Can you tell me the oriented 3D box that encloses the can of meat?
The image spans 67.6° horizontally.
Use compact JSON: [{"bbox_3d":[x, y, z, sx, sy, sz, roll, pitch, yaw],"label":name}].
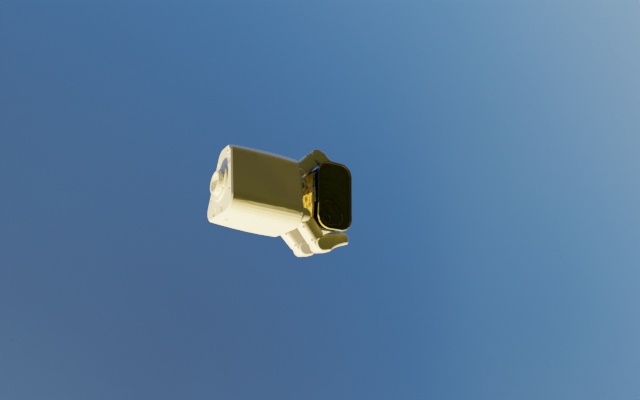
[{"bbox_3d":[0.000,0.002,0.722,0.057,0.102,0.084,11,-19,-31],"label":"can of meat"}]
